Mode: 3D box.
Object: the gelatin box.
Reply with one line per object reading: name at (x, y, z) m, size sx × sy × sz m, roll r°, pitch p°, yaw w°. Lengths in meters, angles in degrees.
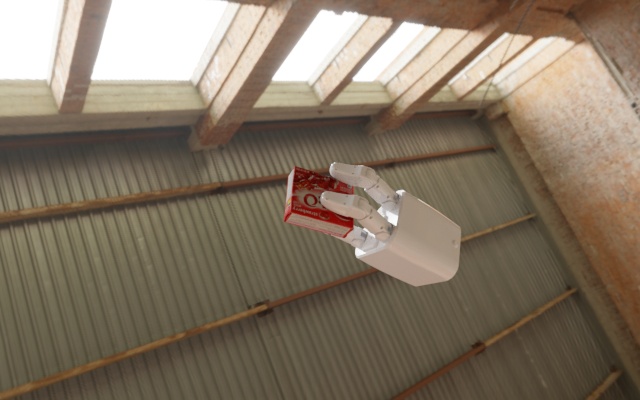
gelatin box at (0.000, 0.002, 0.622) m, size 0.089 × 0.073 × 0.030 m, roll 16°, pitch -37°, yaw -17°
